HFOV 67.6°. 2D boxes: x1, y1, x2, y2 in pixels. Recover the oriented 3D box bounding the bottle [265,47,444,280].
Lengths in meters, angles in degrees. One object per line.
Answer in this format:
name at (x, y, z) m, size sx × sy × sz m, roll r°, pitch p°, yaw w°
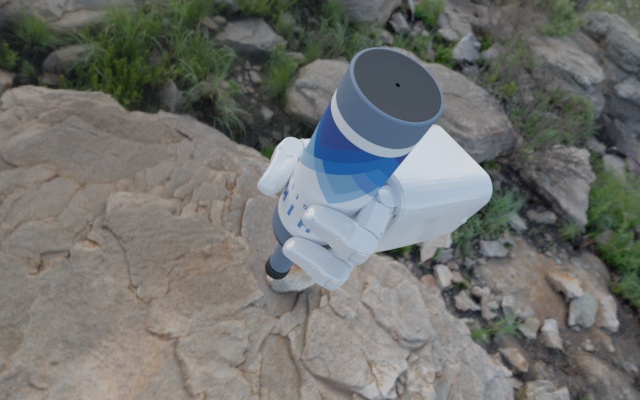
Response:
bottle at (0.000, 0.001, 0.419) m, size 0.069 × 0.069 × 0.296 m, roll 0°, pitch -31°, yaw -23°
